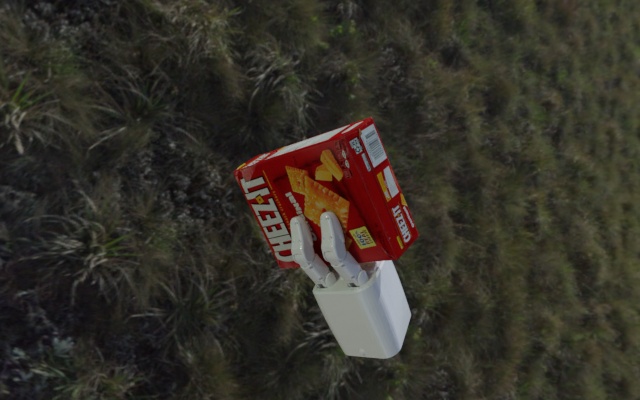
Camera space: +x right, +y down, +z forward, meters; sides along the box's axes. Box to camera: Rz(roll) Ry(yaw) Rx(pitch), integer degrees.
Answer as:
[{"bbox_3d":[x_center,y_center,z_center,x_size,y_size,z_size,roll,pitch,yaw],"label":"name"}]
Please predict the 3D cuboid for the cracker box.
[{"bbox_3d":[0.000,0.002,0.632,0.214,0.164,0.072,-12,17,43],"label":"cracker box"}]
